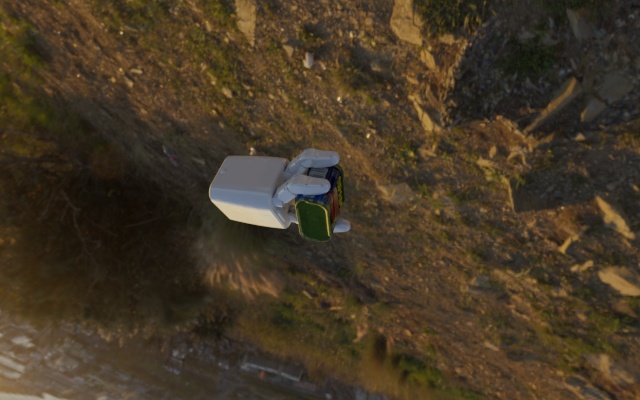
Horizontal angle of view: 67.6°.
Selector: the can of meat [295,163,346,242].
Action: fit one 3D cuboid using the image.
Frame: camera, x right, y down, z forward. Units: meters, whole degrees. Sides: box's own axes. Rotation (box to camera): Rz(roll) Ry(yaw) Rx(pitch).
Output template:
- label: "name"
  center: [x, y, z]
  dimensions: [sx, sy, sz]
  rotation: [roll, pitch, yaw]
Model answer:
- label: "can of meat"
  center: [0.000, 0.003, 0.736]
  dimensions: [0.057, 0.084, 0.102]
  rotation: [9, -39, 14]
